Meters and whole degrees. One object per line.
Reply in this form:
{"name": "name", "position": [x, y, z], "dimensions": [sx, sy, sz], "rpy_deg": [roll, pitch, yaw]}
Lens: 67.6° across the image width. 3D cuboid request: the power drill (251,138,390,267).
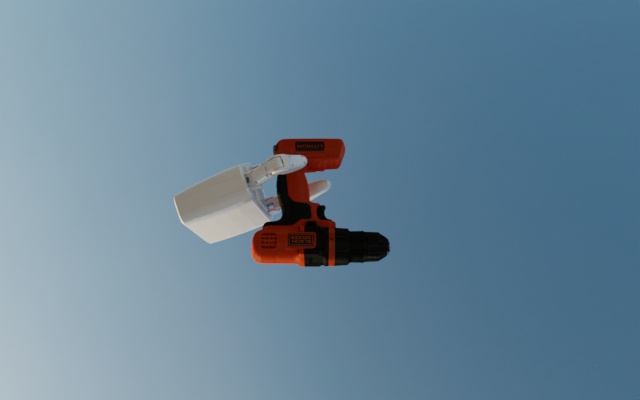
{"name": "power drill", "position": [0.000, 0.002, 0.669], "dimensions": [0.184, 0.187, 0.057], "rpy_deg": [1, -30, -2]}
